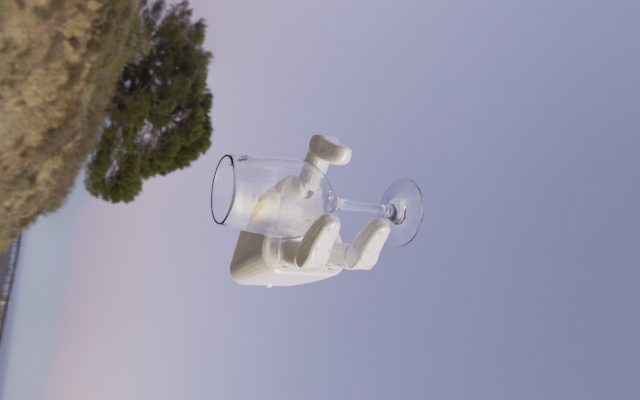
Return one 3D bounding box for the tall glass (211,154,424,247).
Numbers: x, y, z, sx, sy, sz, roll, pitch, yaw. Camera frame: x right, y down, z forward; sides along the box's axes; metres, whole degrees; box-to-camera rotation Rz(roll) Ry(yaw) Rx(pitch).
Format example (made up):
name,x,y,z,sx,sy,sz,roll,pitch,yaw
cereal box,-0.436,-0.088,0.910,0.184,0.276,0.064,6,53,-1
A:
name,x,y,z,sx,sy,sz,roll,pitch,yaw
tall glass,0.001,0.001,0.463,0.201,0.079,0.079,8,-4,-30
